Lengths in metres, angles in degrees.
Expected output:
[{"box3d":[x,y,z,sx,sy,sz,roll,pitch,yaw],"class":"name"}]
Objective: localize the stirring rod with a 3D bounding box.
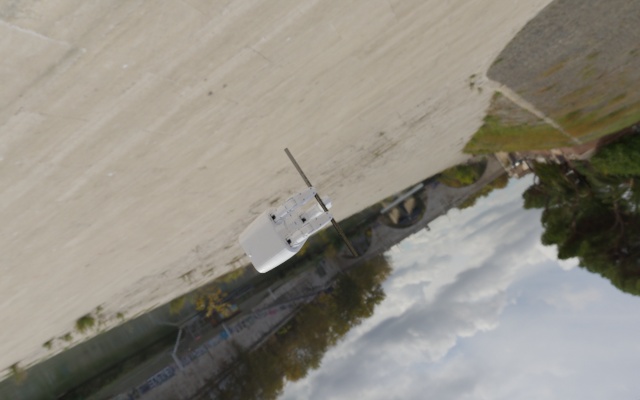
[{"box3d":[0.000,0.003,0.884,0.011,0.239,0.011,-33,-6,-4],"class":"stirring rod"}]
